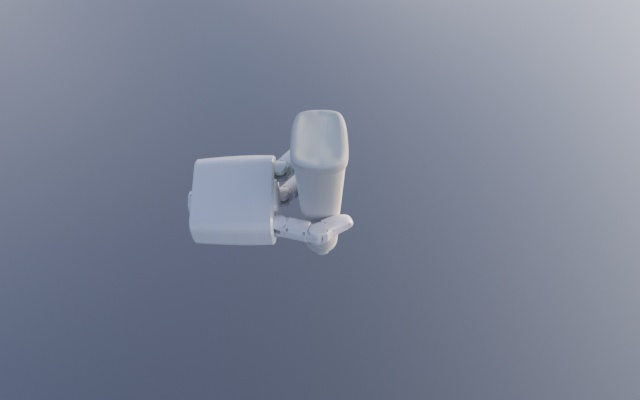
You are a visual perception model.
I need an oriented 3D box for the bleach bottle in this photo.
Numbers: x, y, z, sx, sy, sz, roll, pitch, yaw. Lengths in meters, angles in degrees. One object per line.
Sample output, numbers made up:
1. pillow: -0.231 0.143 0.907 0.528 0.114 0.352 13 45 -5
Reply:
1. bleach bottle: 0.000 0.002 0.651 0.068 0.102 0.251 0 -39 1
